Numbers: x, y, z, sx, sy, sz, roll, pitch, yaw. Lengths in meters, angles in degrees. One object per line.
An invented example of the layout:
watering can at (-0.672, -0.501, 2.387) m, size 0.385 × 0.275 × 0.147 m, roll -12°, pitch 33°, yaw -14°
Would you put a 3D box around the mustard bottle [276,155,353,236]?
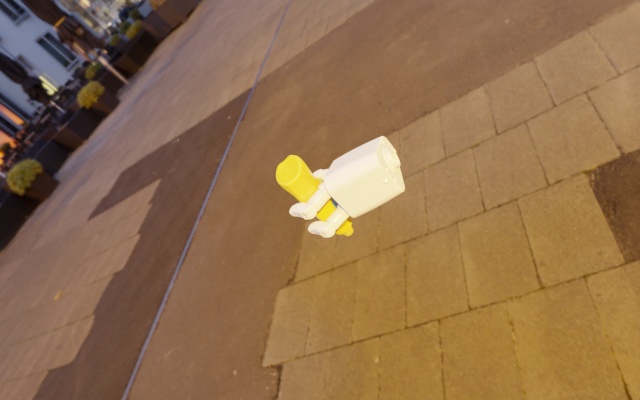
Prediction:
mustard bottle at (0.000, 0.003, 0.890) m, size 0.192 × 0.058 × 0.096 m, roll 45°, pitch 6°, yaw -30°
